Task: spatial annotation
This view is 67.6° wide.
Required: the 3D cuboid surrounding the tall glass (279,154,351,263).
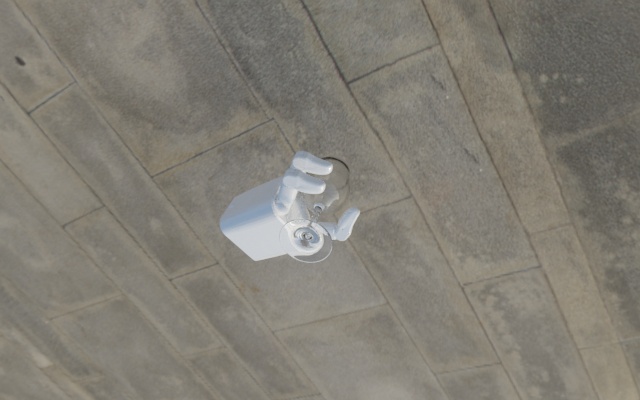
[{"bbox_3d":[0.000,0.003,0.725,0.079,0.079,0.201,0,32,14],"label":"tall glass"}]
